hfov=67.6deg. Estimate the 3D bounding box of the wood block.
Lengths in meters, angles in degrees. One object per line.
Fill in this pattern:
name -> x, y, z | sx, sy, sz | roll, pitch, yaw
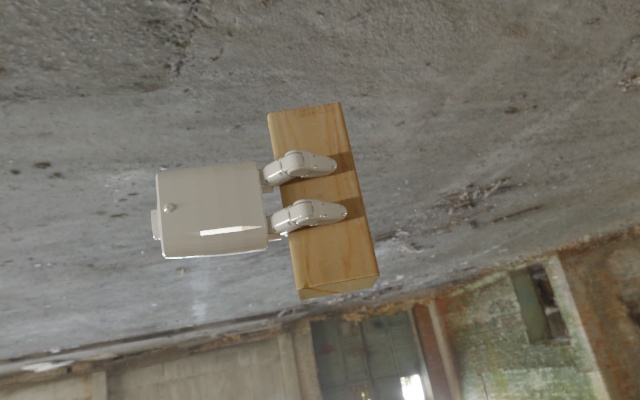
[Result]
wood block -> 0.000, 0.002, 0.560 | 0.090, 0.206, 0.091 | -10, -18, -4
